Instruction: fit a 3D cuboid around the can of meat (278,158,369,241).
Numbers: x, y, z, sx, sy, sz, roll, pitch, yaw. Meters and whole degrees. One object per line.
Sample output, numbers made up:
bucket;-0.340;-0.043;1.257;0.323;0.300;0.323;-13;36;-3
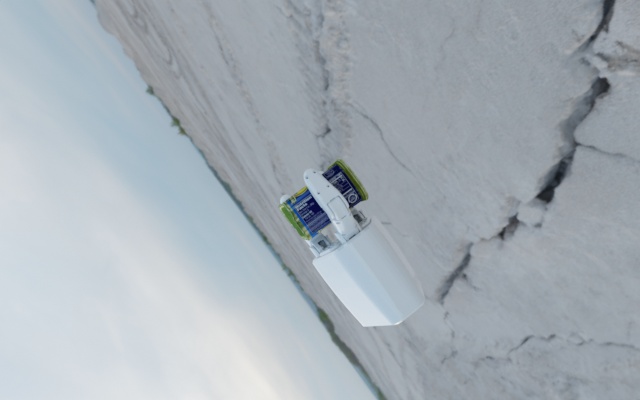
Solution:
can of meat;0.000;0.002;0.564;0.084;0.057;0.102;-37;2;-8
